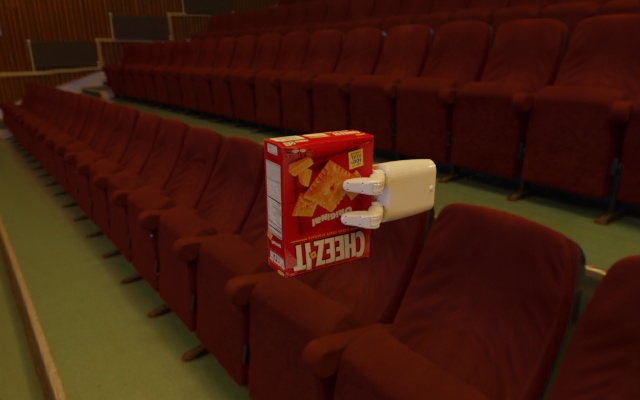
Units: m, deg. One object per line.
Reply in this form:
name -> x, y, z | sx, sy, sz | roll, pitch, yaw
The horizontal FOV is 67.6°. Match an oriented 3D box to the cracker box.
cracker box -> 0.000, 0.002, 0.767 | 0.164, 0.214, 0.072 | -10, 20, -28
